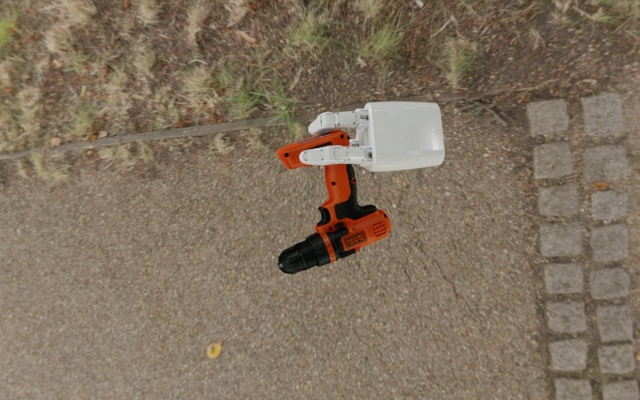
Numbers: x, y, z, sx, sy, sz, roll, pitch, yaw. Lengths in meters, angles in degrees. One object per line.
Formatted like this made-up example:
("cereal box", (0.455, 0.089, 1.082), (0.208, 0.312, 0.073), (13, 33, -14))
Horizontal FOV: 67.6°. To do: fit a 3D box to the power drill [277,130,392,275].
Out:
("power drill", (0.000, 0.002, 0.709), (0.184, 0.188, 0.057), (-22, 16, -13))
